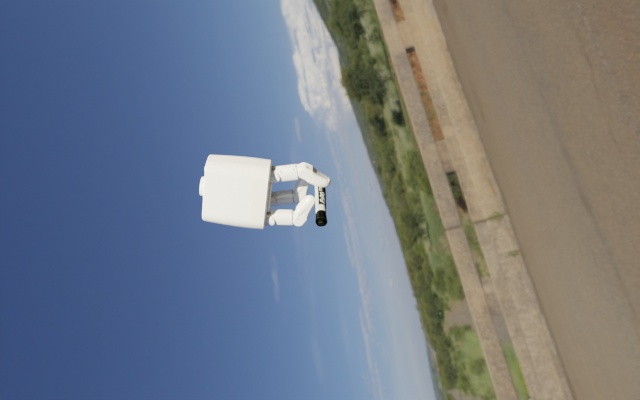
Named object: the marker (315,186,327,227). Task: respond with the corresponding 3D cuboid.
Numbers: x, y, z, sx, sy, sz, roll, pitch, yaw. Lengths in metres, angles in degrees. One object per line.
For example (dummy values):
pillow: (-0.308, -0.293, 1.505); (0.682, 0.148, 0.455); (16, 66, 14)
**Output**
marker: (0.000, 0.003, 0.780); (0.020, 0.020, 0.121); (0, 34, -1)
